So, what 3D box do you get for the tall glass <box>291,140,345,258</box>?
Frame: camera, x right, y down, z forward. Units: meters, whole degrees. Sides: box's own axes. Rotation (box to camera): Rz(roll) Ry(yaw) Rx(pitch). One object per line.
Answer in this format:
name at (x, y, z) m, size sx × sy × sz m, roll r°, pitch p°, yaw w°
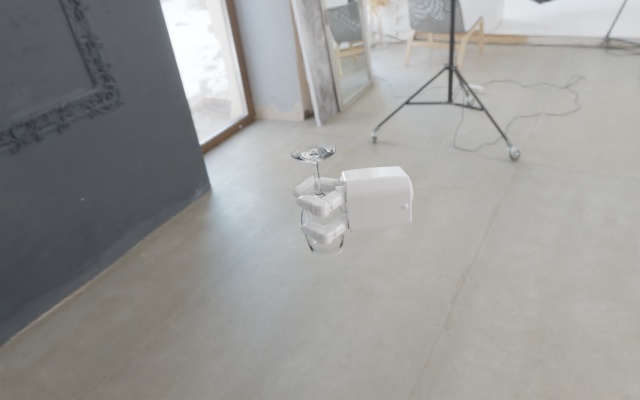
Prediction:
tall glass at (0.000, 0.002, 0.823) m, size 0.079 × 0.201 × 0.079 m, roll -5°, pitch 32°, yaw 3°
